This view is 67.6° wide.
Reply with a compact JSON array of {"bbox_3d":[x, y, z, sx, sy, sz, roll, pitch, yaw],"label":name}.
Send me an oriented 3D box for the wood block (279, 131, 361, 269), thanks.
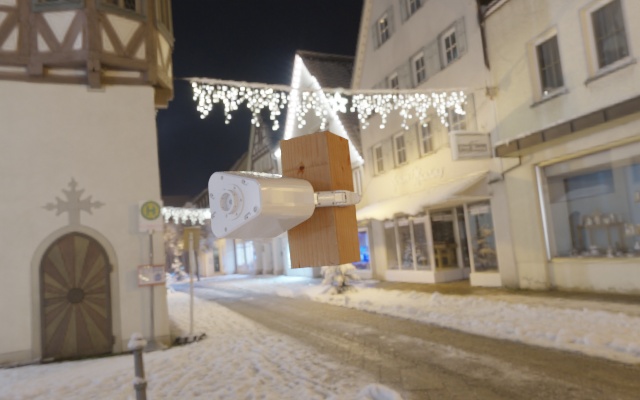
[{"bbox_3d":[0.000,0.002,0.775,0.091,0.206,0.090,-8,-6,25],"label":"wood block"}]
